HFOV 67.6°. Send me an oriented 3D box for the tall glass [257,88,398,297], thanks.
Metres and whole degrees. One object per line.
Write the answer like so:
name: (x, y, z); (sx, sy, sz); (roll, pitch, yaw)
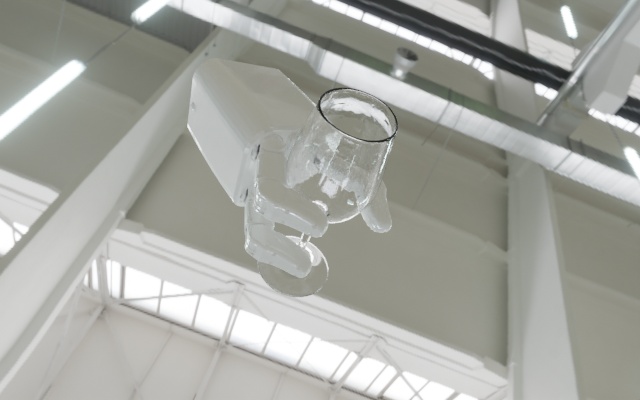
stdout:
tall glass: (0.000, 0.002, 0.417); (0.079, 0.079, 0.201); (0, -40, -22)
